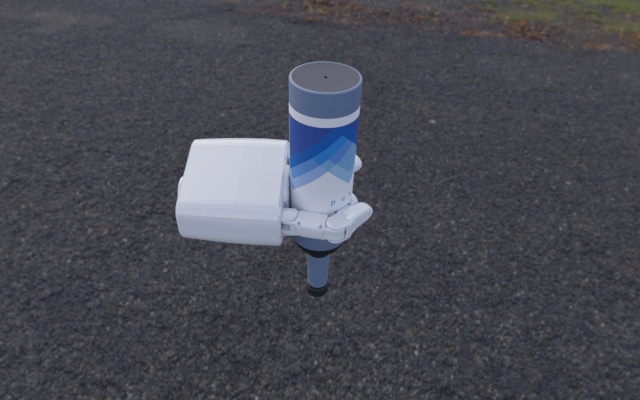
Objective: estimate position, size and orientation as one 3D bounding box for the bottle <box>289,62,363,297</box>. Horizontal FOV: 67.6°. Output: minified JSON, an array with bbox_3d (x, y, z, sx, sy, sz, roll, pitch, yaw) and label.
[{"bbox_3d":[0.000,0.002,0.522,0.069,0.296,0.069,1,40,-1],"label":"bottle"}]
